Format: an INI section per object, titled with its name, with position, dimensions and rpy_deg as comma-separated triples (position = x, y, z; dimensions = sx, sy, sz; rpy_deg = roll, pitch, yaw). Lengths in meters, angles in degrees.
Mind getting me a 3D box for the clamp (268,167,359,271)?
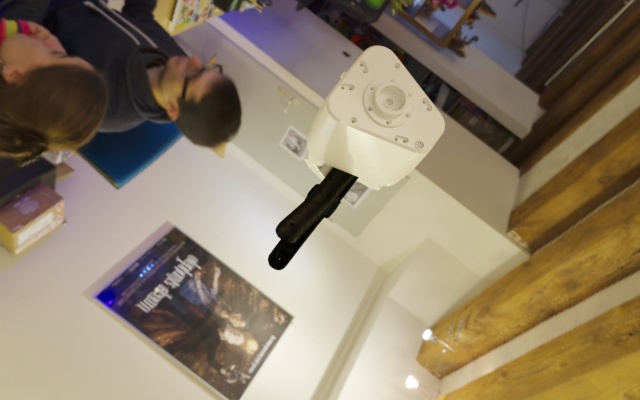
[clamp]
position = 0.001, 0.002, 0.534
dimensions = 0.039, 0.171, 0.120
rpy_deg = 38, -16, 0
